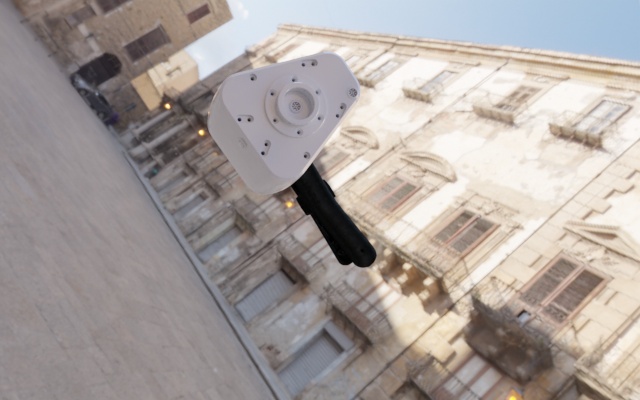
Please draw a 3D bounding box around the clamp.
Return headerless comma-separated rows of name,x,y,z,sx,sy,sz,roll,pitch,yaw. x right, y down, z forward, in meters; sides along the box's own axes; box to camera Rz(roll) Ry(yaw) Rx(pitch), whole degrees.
clamp,0.000,0.001,0.494,0.039,0.171,0.120,-37,7,-14
